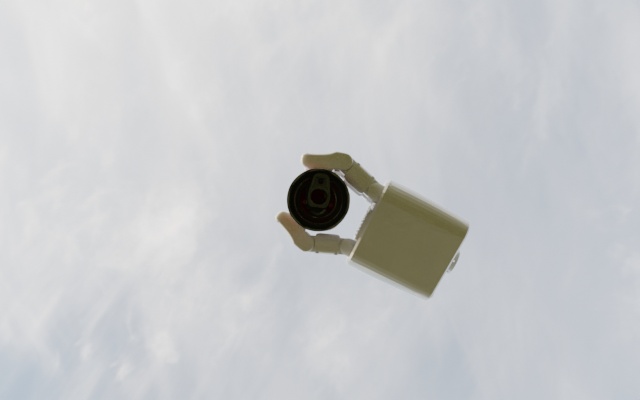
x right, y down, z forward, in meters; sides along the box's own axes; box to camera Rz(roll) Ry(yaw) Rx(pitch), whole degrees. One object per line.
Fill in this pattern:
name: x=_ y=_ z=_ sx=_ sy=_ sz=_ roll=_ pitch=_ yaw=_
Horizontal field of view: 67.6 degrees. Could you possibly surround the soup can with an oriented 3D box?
soup can: x=0.000 y=0.002 z=0.559 sx=0.068 sy=0.068 sz=0.102 roll=0 pitch=-3 yaw=3
